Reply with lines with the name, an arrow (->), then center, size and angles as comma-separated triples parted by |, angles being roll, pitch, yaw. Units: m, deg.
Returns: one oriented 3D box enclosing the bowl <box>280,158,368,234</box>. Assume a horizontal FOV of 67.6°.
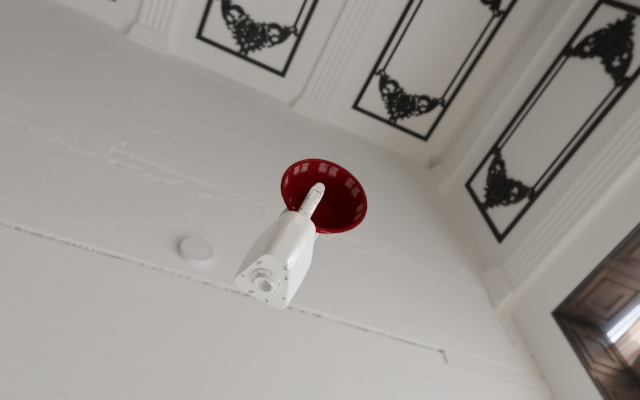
bowl -> 0.001, 0.002, 0.858 | 0.162, 0.162, 0.055 | 0, -35, -23
